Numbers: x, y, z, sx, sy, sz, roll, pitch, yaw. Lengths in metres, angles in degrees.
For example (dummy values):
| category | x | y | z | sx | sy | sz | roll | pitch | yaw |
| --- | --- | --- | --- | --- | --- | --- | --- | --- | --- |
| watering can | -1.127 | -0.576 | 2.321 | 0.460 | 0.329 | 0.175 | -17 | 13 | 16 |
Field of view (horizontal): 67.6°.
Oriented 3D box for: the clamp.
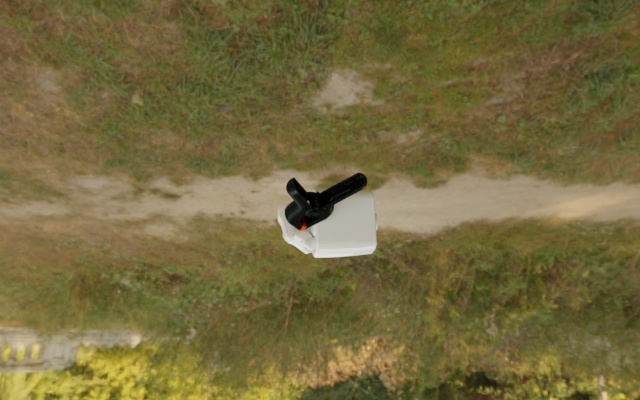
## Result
| category | x | y | z | sx | sy | sz | roll | pitch | yaw |
| --- | --- | --- | --- | --- | --- | --- | --- | --- | --- |
| clamp | 0.000 | 0.003 | 0.733 | 0.120 | 0.039 | 0.171 | -3 | -20 | -11 |
